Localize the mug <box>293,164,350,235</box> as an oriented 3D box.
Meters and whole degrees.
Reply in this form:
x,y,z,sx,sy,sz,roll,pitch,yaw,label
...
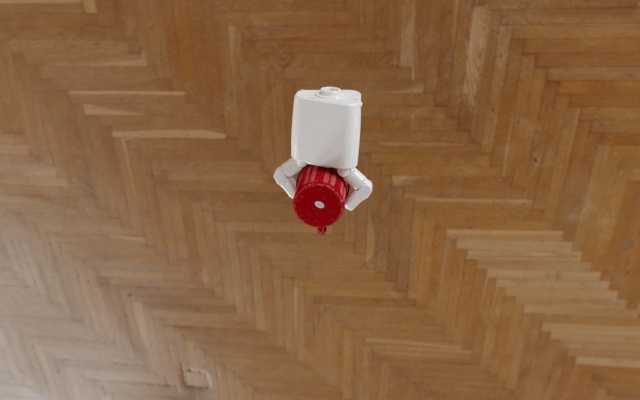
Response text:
x,y,z,sx,sy,sz,roll,pitch,yaw,label
0.000,0.004,0.788,0.093,0.117,0.081,3,26,5,mug
